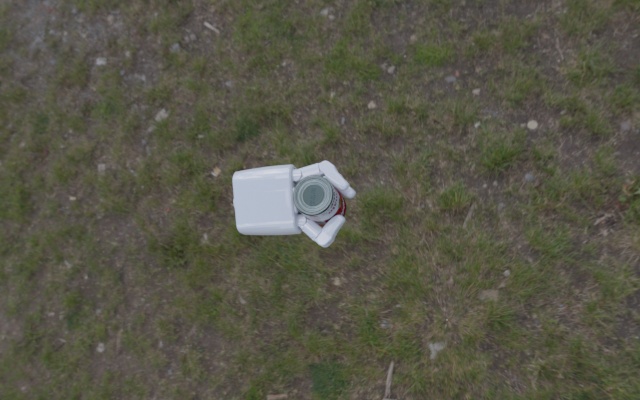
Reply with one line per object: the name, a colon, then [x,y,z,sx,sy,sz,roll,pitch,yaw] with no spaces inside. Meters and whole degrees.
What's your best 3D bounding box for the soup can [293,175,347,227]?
soup can: [0.001,0.003,0.795,0.068,0.068,0.102,0,-14,15]
